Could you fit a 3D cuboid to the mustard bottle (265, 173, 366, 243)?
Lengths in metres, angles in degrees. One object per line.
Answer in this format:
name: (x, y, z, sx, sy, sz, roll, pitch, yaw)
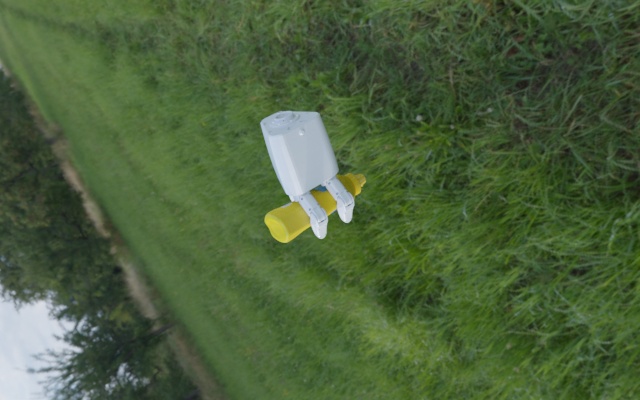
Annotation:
mustard bottle: (0.000, 0.003, 0.834, 0.191, 0.058, 0.096, -30, 6, -21)
